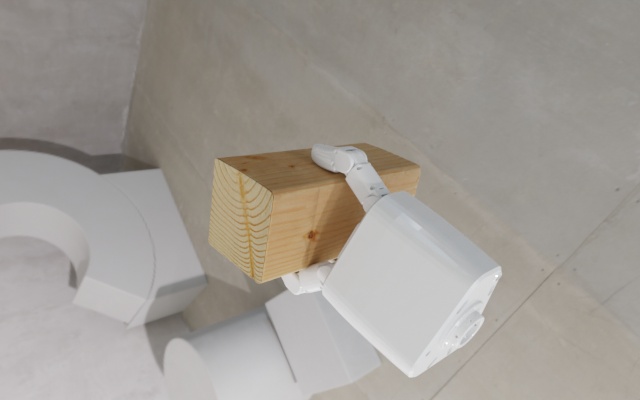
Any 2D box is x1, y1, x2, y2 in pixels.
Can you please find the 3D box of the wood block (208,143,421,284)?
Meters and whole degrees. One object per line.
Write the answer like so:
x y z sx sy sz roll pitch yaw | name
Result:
0.000 0.002 0.493 0.206 0.091 0.090 -12 31 -43 | wood block
